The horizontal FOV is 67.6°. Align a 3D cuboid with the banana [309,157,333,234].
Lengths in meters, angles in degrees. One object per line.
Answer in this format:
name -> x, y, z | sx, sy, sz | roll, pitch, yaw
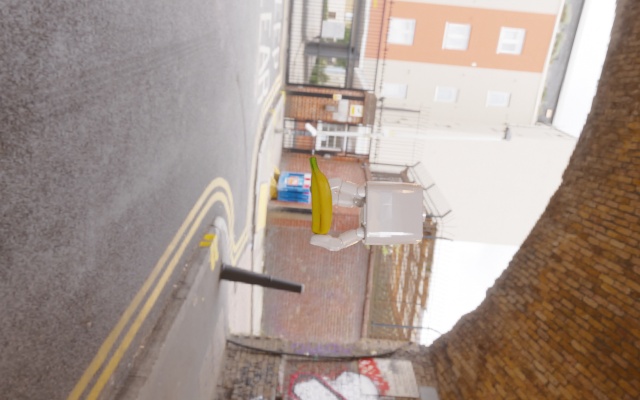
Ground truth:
banana -> 0.001, 0.015, 0.849 | 0.037, 0.069, 0.198 | -3, -41, -3
